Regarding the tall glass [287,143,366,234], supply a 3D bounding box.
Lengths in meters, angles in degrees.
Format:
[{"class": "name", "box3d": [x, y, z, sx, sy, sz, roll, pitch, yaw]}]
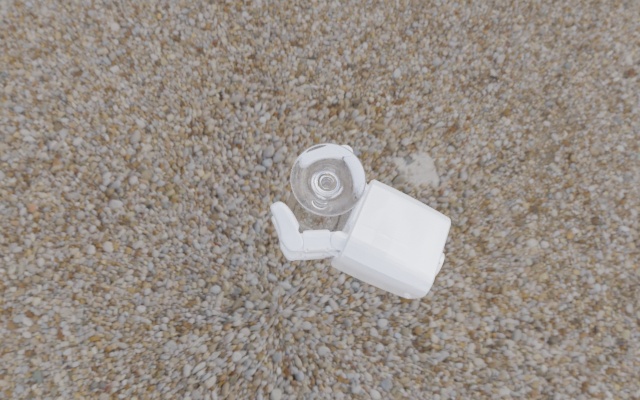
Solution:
[{"class": "tall glass", "box3d": [0.000, 0.002, 0.560, 0.079, 0.079, 0.201, 0, -13, -5]}]
